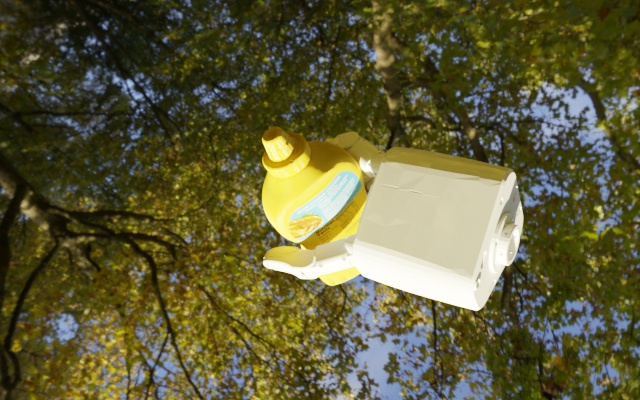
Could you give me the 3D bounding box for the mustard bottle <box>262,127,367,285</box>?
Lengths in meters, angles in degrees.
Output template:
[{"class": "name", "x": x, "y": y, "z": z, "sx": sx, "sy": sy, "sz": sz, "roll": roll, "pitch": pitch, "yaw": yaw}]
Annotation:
[{"class": "mustard bottle", "x": 0.000, "y": 0.001, "z": 0.449, "sx": 0.058, "sy": 0.096, "sz": 0.192, "roll": 46, "pitch": -5, "yaw": 43}]
